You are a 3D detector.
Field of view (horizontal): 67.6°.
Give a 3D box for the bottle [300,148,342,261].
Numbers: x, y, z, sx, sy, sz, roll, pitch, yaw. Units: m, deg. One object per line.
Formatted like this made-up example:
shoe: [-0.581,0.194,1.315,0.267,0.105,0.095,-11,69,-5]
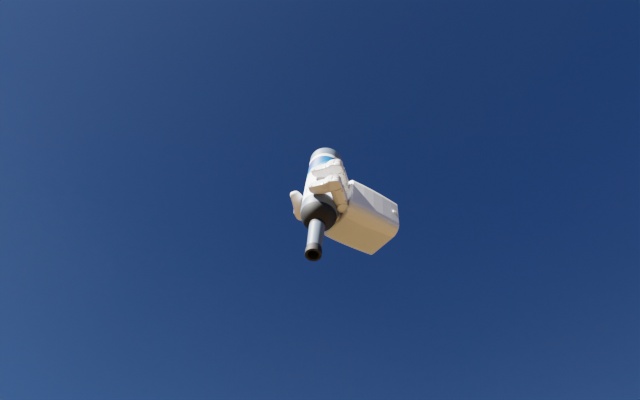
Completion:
bottle: [0.000,0.003,0.882,0.069,0.069,0.295,0,35,6]
